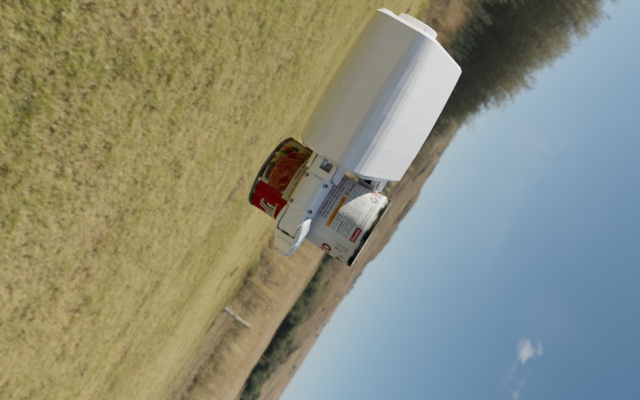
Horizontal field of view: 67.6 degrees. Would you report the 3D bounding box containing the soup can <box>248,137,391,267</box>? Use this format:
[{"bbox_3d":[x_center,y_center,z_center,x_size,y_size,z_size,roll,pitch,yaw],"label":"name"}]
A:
[{"bbox_3d":[0.000,0.002,0.406,0.102,0.068,0.068,32,5,7],"label":"soup can"}]
